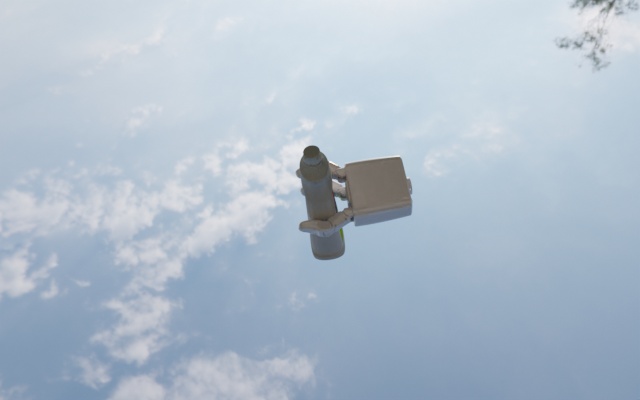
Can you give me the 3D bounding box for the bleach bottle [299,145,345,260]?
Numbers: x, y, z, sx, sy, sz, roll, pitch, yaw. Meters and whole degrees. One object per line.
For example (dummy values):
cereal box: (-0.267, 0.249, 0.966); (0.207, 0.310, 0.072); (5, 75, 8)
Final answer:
bleach bottle: (0.000, 0.003, 0.866); (0.068, 0.102, 0.251); (-8, -38, 2)
